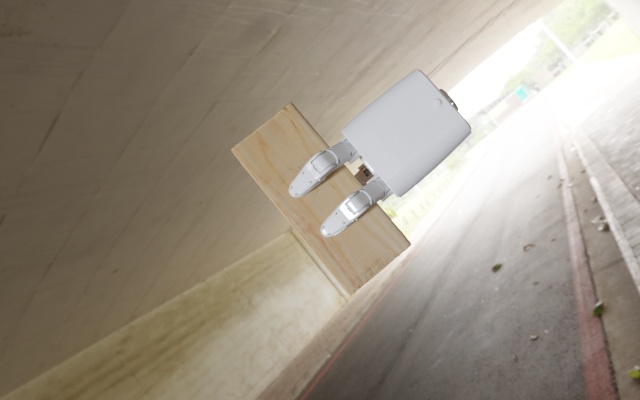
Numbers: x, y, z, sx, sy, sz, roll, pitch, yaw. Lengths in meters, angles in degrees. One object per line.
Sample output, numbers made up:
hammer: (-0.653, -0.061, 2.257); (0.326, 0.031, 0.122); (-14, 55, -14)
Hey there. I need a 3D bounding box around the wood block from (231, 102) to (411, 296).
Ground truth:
wood block: (0.000, 0.002, 0.561); (0.090, 0.206, 0.091); (-39, -7, -4)
